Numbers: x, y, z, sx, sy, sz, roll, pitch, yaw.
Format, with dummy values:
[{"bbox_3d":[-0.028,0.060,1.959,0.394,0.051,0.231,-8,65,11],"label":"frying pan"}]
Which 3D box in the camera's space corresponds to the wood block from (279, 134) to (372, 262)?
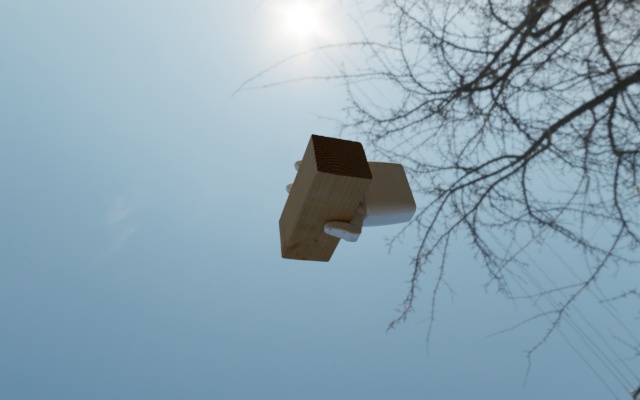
[{"bbox_3d":[0.001,0.003,0.795,0.090,0.090,0.206,7,-46,-18],"label":"wood block"}]
